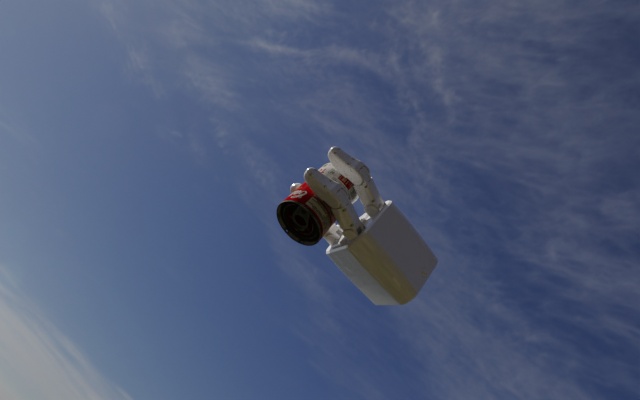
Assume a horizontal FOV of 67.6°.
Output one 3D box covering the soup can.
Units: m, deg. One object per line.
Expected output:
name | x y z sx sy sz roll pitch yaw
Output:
soup can | 0.000 0.002 0.625 0.068 0.068 0.102 0 33 42
